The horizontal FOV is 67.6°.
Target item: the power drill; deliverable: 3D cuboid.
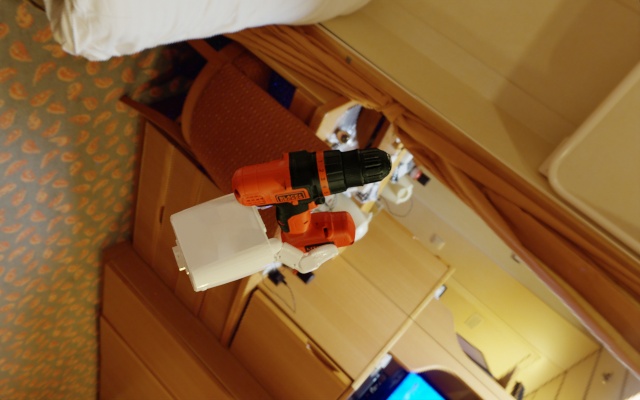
[{"bbox_3d":[0.000,0.002,0.607,0.184,0.057,0.188,-8,-30,6],"label":"power drill"}]
